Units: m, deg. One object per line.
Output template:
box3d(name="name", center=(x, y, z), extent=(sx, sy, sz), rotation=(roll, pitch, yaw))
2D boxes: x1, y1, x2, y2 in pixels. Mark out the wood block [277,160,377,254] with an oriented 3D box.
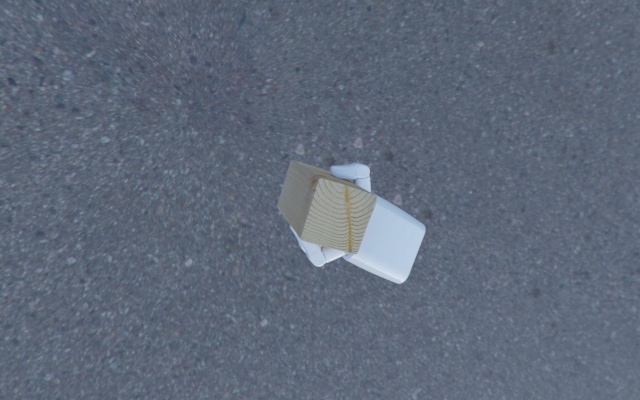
box3d(name="wood block", center=(0.001, 0.002, 0.746), extent=(0.090, 0.091, 0.206), rotation=(16, 7, -17))
